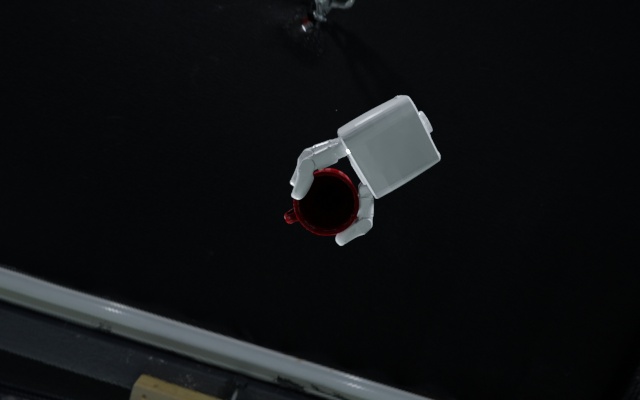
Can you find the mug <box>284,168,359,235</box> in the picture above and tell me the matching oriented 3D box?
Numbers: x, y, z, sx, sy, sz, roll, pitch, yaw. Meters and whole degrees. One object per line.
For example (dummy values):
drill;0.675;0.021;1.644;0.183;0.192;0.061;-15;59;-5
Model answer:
mug;-0.001;0.003;0.713;0.117;0.093;0.081;-28;9;9
